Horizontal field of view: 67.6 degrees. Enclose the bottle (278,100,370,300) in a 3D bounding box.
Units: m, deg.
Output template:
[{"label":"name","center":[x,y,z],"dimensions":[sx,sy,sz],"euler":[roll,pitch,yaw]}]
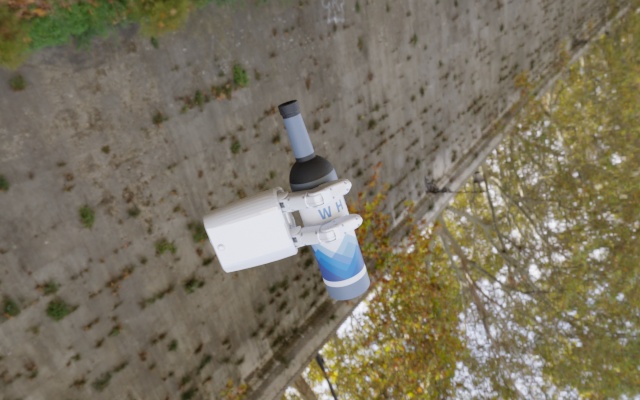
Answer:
[{"label":"bottle","center":[0.000,0.002,0.681],"dimensions":[0.069,0.296,0.069],"euler":[-16,20,6]}]
